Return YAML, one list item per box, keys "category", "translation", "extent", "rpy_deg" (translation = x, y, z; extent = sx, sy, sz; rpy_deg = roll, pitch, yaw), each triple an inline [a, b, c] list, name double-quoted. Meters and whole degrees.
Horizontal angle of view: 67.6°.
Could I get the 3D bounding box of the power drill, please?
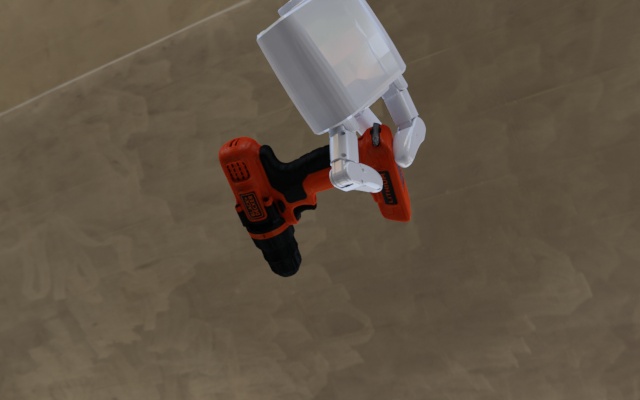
- category: "power drill"
  translation: [0.000, 0.001, 0.526]
  extent: [0.187, 0.184, 0.057]
  rpy_deg: [-12, 32, 13]
